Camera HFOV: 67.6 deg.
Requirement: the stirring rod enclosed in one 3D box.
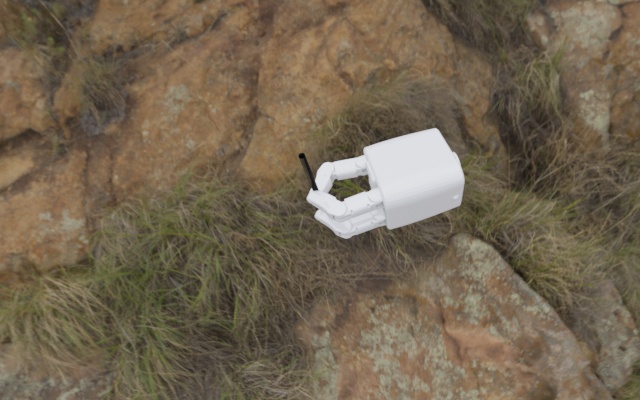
[{"bbox_3d":[0.000,0.002,0.661,0.011,0.011,0.240,0,-27,12],"label":"stirring rod"}]
